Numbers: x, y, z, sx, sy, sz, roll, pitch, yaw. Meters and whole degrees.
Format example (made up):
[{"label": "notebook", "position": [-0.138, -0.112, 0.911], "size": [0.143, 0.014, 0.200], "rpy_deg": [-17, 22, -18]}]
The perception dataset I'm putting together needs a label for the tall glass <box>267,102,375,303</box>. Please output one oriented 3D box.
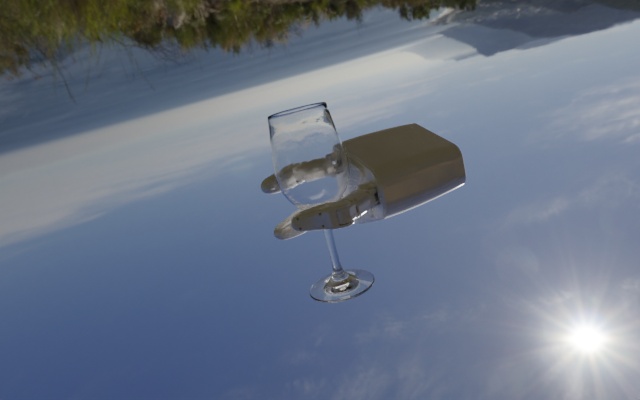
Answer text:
[{"label": "tall glass", "position": [0.000, 0.002, 0.505], "size": [0.079, 0.201, 0.079], "rpy_deg": [-14, 15, 4]}]
